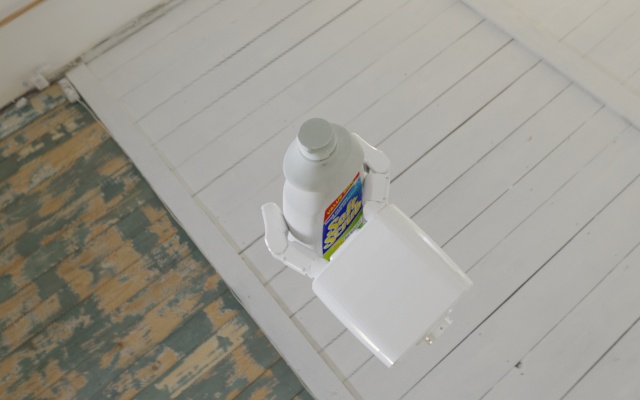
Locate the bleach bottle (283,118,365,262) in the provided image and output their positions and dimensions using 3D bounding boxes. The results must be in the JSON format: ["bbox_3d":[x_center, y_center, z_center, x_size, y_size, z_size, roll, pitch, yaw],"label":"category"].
[{"bbox_3d":[0.000,0.002,0.486,0.068,0.102,0.251,43,-13,19],"label":"bleach bottle"}]
